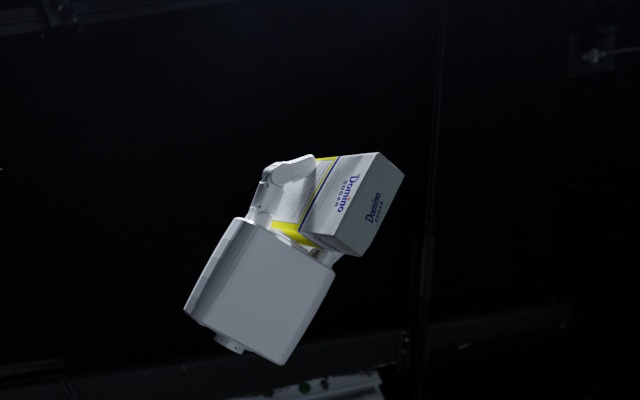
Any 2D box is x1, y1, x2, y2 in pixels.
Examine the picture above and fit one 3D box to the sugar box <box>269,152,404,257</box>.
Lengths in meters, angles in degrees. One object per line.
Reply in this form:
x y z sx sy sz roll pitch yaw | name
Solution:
0.000 0.002 0.503 0.048 0.093 0.176 38 -17 -30 | sugar box
